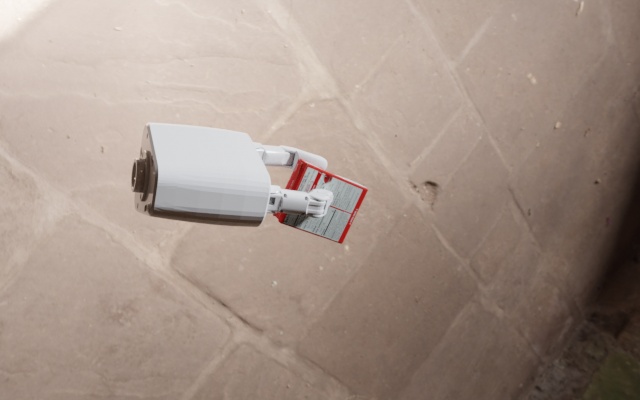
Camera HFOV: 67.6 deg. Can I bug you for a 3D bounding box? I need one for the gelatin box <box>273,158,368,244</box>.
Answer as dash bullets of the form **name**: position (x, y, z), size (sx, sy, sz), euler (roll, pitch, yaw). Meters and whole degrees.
- **gelatin box**: position (0.001, 0.002, 0.549), size (0.089, 0.073, 0.030), euler (21, 8, -28)
